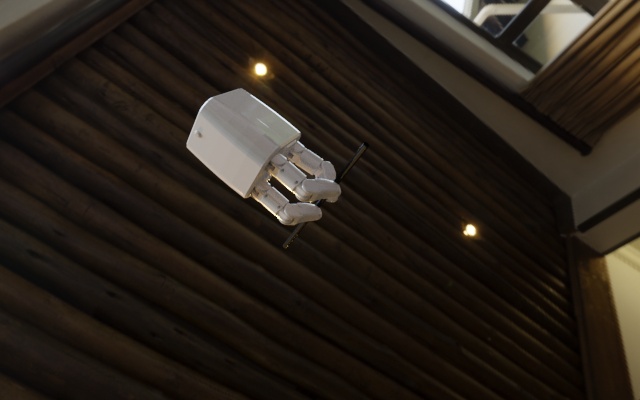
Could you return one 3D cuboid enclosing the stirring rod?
[{"bbox_3d":[0.000,0.002,0.643,0.011,0.011,0.240,0,-34,-33],"label":"stirring rod"}]
